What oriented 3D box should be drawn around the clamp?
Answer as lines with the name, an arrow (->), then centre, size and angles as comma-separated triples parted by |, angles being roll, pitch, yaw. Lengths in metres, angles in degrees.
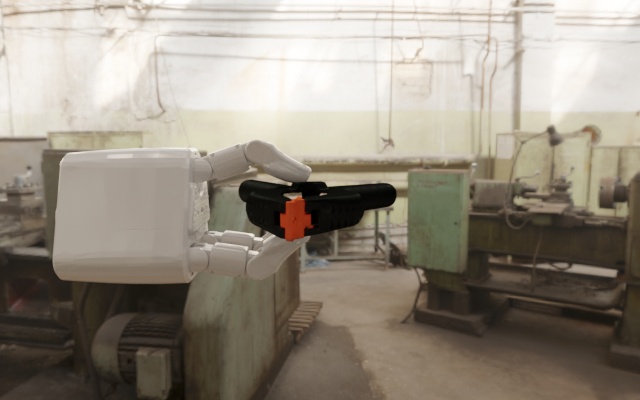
clamp -> 0.000, 0.001, 0.416 | 0.164, 0.036, 0.210 | 0, 6, -3
